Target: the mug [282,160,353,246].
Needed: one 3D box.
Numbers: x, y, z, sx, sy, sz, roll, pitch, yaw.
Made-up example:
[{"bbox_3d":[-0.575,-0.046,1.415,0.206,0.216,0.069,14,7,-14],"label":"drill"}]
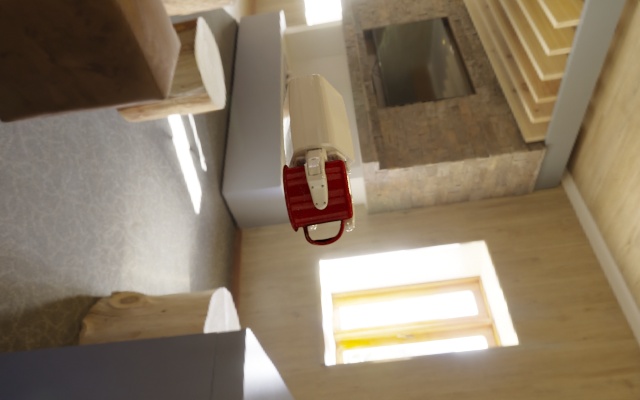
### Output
[{"bbox_3d":[0.000,0.003,0.643,0.081,0.117,0.093,-9,-13,5],"label":"mug"}]
